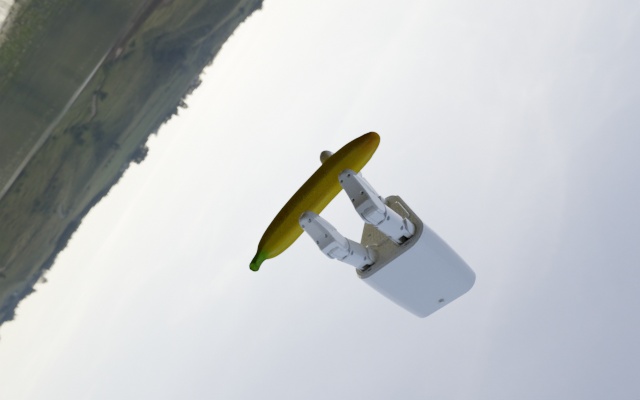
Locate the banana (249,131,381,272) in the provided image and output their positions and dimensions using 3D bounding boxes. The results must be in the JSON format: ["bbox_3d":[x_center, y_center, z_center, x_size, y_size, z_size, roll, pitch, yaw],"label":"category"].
[{"bbox_3d":[-0.006,0.000,0.534,0.037,0.198,0.069,41,2,-19],"label":"banana"}]
